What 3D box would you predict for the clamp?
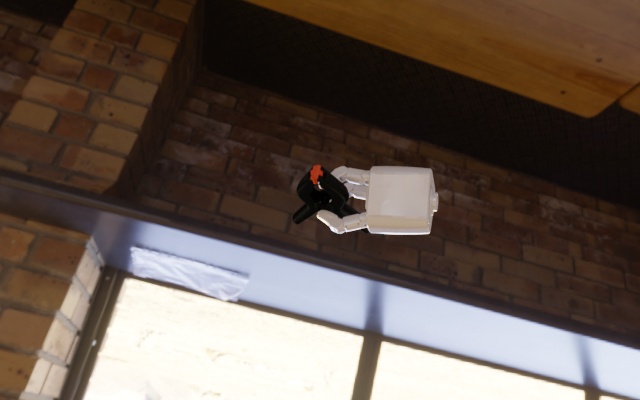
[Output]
[{"bbox_3d":[0.000,0.003,0.884,0.164,0.036,0.210,2,-29,20],"label":"clamp"}]
